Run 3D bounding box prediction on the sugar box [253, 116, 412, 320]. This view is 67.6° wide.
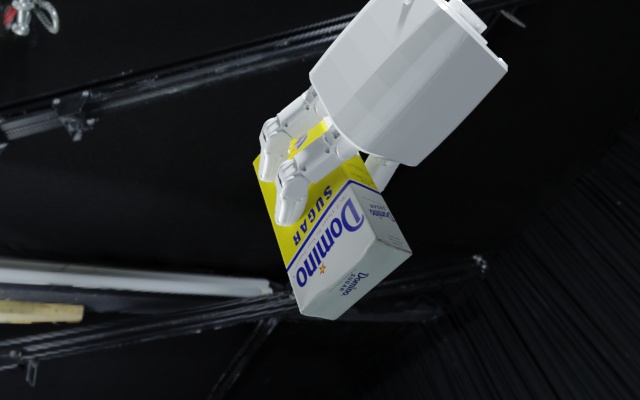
[{"bbox_3d":[0.000,0.001,0.411,0.048,0.176,0.093,22,-58,-38],"label":"sugar box"}]
